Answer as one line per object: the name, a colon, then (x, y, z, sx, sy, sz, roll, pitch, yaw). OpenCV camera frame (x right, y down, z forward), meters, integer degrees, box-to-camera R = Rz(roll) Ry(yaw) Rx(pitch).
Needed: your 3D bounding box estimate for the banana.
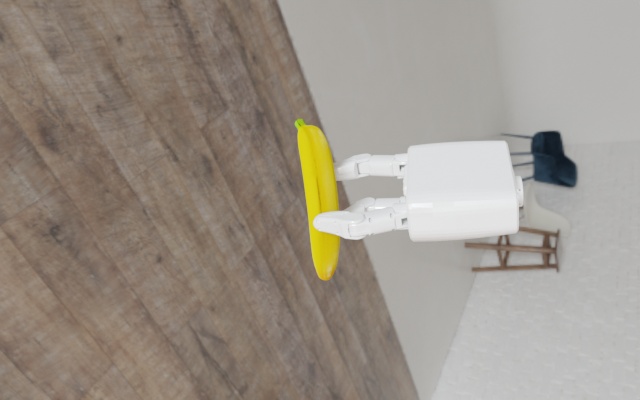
banana: (0.001, -0.001, 0.551, 0.037, 0.198, 0.069, -7, 2, -3)
